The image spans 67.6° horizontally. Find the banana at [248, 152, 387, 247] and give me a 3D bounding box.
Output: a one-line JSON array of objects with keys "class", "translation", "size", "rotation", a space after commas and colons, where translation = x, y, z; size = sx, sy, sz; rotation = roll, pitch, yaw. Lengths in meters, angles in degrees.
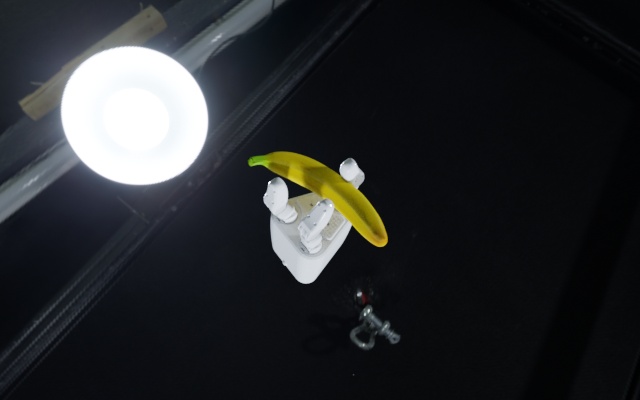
[{"class": "banana", "translation": [0.006, -0.011, 0.606], "size": [0.198, 0.037, 0.069], "rotation": [31, 48, 7]}]
